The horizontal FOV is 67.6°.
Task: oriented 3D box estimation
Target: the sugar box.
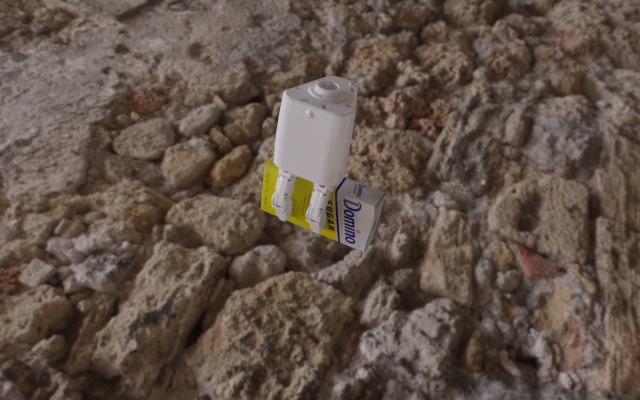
[{"bbox_3d":[0.000,0.002,0.707,0.176,0.093,0.048,23,42,16],"label":"sugar box"}]
